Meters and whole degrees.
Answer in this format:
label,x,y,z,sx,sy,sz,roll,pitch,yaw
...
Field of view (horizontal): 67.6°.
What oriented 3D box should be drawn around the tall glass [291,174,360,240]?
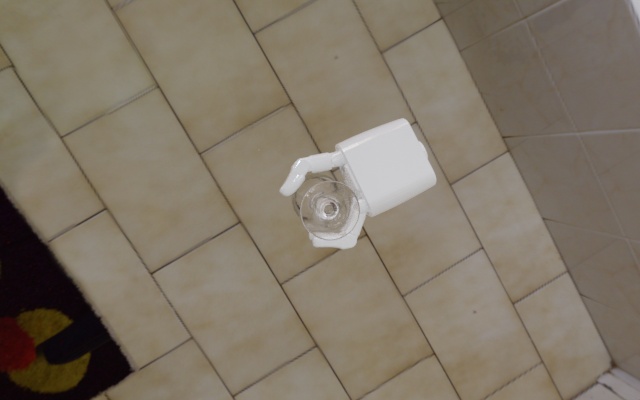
label,x,y,z,sx,sy,sz,roll,pitch,yaw
tall glass,0.000,0.002,0.685,0.079,0.079,0.201,0,6,-8
